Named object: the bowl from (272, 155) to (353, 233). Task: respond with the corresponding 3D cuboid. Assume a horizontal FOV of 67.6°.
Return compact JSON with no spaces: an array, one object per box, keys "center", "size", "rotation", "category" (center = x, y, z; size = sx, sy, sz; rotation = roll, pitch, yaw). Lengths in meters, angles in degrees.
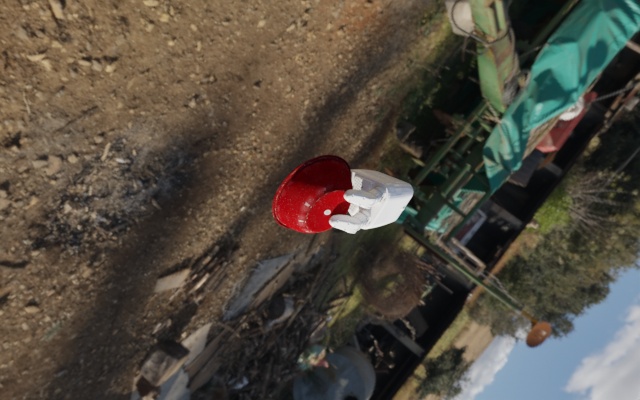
[{"center":[-0.001,0.003,0.820],"size":[0.162,0.162,0.055],"rotation":[0,38,-41],"category":"bowl"}]
